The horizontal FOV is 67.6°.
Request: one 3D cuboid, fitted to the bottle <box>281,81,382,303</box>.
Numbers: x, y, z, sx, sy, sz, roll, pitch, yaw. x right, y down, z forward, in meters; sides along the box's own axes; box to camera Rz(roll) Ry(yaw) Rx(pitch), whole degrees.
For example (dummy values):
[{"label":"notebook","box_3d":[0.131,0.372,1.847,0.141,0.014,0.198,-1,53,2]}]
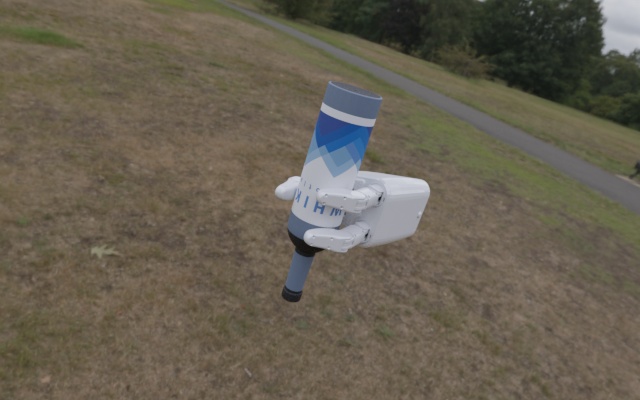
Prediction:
[{"label":"bottle","box_3d":[0.000,0.002,0.610,0.069,0.296,0.069,15,21,-6]}]
